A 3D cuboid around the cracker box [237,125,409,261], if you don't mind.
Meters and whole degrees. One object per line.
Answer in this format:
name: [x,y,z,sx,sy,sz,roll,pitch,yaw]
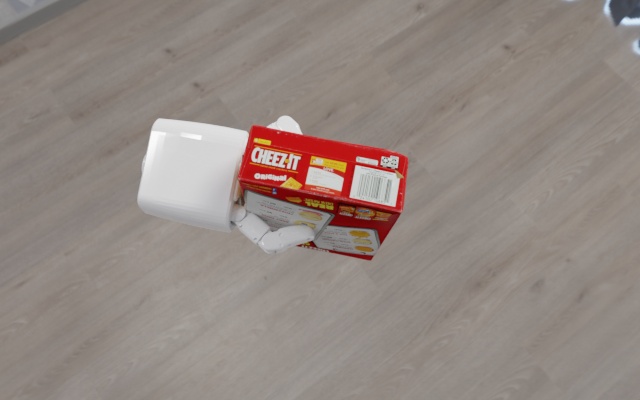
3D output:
cracker box: [0.000,0.002,0.563,0.164,0.072,0.214,11,-20,1]
